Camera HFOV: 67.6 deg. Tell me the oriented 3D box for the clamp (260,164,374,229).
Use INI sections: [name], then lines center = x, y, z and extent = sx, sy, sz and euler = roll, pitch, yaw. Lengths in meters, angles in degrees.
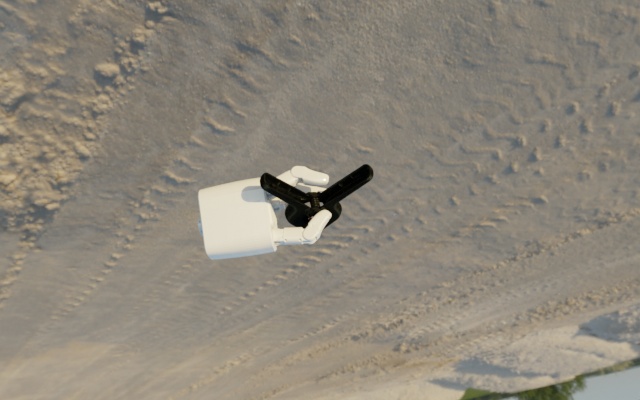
[clamp]
center = 0.000, 0.003, 0.764
extent = 0.164, 0.036, 0.210
euler = -7, -26, 0
